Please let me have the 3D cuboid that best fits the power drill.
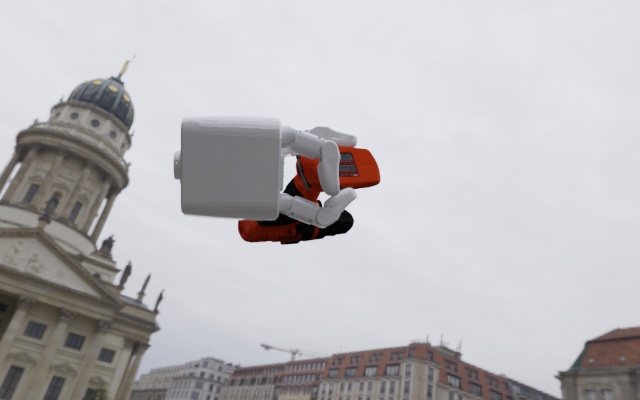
[{"bbox_3d":[0.000,0.002,0.642,0.184,0.057,0.188,-3,-28,-32],"label":"power drill"}]
